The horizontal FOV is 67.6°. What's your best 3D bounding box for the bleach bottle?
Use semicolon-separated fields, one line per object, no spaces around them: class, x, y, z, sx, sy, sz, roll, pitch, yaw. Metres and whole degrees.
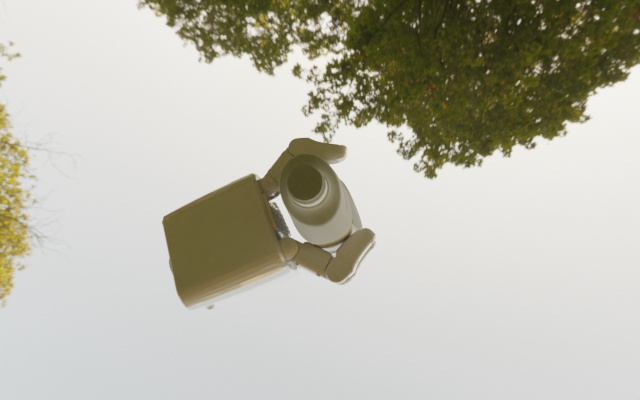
bleach bottle;0.000;0.002;0.485;0.068;0.102;0.251;-23;-13;2
